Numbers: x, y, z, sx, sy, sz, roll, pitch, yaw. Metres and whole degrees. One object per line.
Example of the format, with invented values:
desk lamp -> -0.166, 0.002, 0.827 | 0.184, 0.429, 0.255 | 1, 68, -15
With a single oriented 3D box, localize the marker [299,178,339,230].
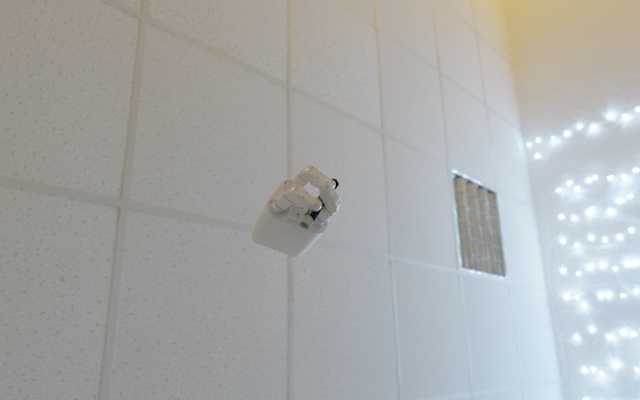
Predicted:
marker -> 0.000, 0.003, 0.794 | 0.020, 0.020, 0.121 | 0, 38, 33
